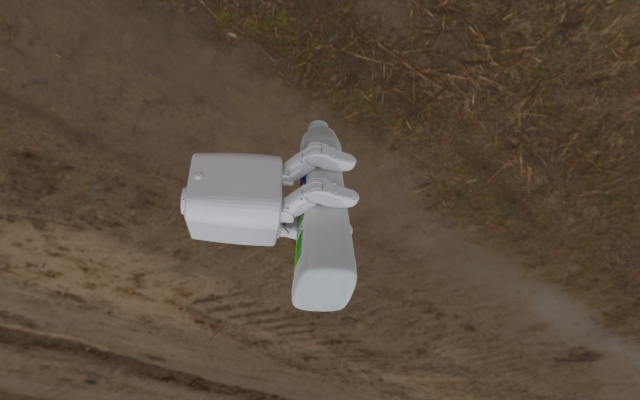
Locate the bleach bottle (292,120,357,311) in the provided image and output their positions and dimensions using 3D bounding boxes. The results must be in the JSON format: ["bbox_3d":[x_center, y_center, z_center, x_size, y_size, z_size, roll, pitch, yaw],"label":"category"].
[{"bbox_3d":[0.000,0.002,0.597,0.068,0.250,0.103,4,-38,-8],"label":"bleach bottle"}]
